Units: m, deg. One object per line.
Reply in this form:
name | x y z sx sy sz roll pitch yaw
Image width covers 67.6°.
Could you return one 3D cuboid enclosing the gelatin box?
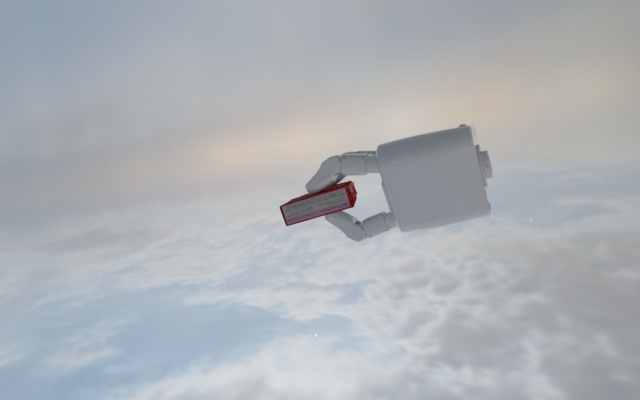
gelatin box | 0.000 0.003 0.603 0.089 0.030 0.073 -17 4 10
